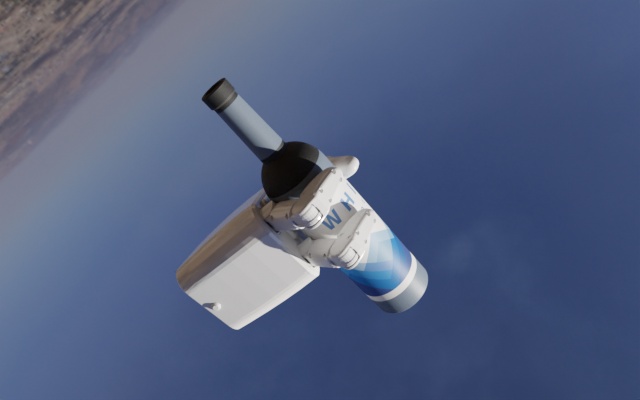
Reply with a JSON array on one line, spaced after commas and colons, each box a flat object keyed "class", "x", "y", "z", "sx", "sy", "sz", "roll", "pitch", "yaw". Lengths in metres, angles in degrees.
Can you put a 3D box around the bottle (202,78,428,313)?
[{"class": "bottle", "x": 0.000, "y": 0.002, "z": 0.467, "sx": 0.296, "sy": 0.069, "sz": 0.069, "roll": 47, "pitch": -25, "yaw": -26}]
